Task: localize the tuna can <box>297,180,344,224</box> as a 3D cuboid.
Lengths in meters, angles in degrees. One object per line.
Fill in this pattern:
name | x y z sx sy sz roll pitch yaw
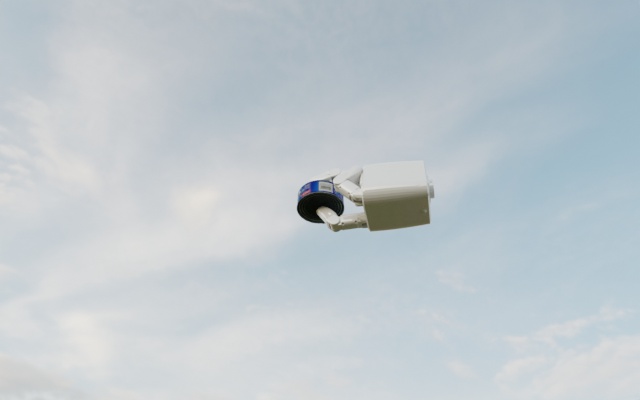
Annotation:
tuna can | 0.000 0.002 0.864 0.086 0.033 0.086 0 -42 0
